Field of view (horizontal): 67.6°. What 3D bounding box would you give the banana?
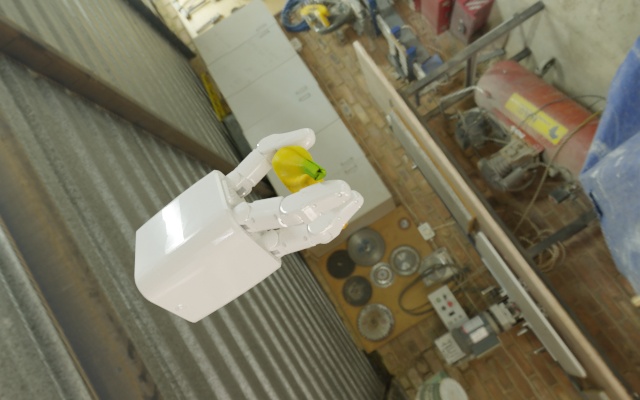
[{"bbox_3d":[-0.011,-0.013,0.493,0.037,0.069,0.198,-38,-18,-1],"label":"banana"}]
